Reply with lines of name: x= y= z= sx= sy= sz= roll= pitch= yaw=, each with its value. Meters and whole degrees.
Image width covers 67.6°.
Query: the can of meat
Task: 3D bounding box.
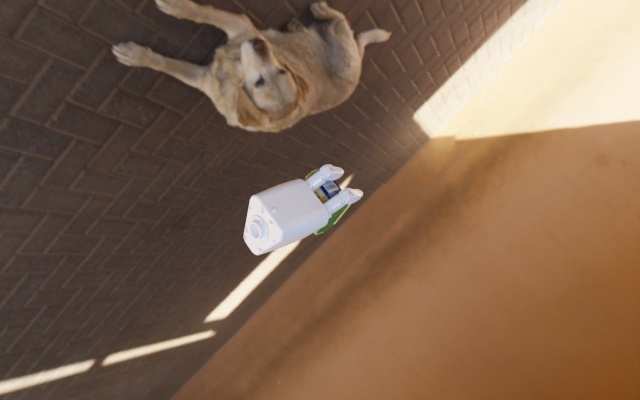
can of meat: x=0.000 y=0.003 z=0.900 sx=0.057 sy=0.084 sz=0.102 roll=-18 pitch=-27 yaw=-45
